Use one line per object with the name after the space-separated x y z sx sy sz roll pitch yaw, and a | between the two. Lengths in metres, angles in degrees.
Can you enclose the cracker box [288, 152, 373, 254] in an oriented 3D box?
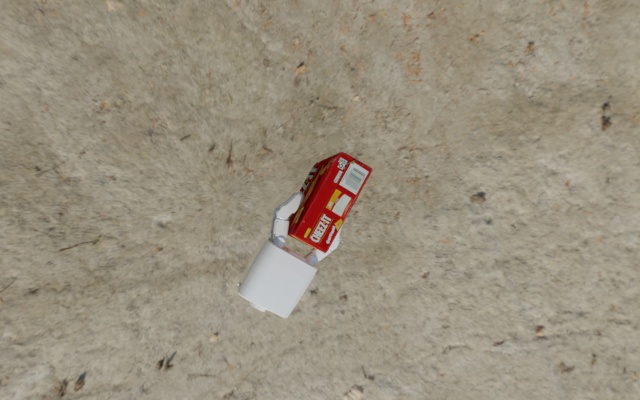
0.000 0.003 0.882 0.072 0.164 0.213 30 -6 -10 | cracker box
